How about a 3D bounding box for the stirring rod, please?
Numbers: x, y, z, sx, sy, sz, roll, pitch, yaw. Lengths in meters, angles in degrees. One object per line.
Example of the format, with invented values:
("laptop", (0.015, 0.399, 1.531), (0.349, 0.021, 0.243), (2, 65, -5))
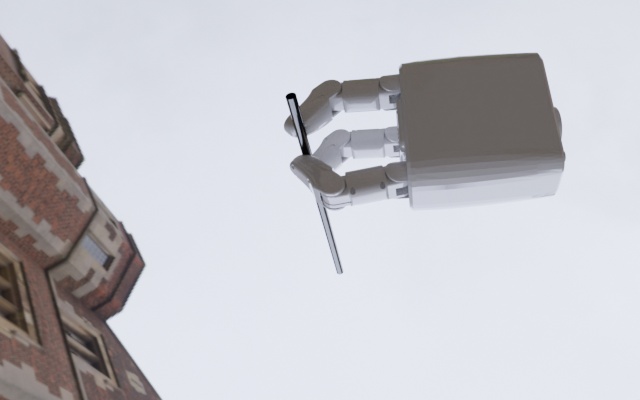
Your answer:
("stirring rod", (0.000, 0.001, 0.432), (0.011, 0.011, 0.240), (0, -39, 13))
